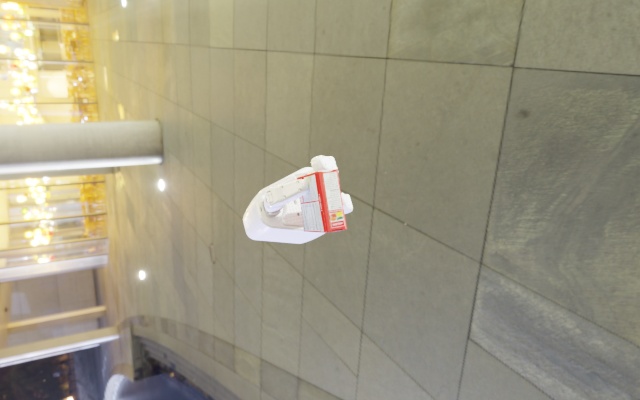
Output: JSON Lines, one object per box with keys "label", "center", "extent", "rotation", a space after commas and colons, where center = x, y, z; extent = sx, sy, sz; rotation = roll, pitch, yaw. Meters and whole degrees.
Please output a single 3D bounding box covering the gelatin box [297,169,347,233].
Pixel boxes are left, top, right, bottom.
{"label": "gelatin box", "center": [0.000, 0.002, 0.595], "extent": [0.030, 0.073, 0.089], "rotation": [-9, 0, -19]}
